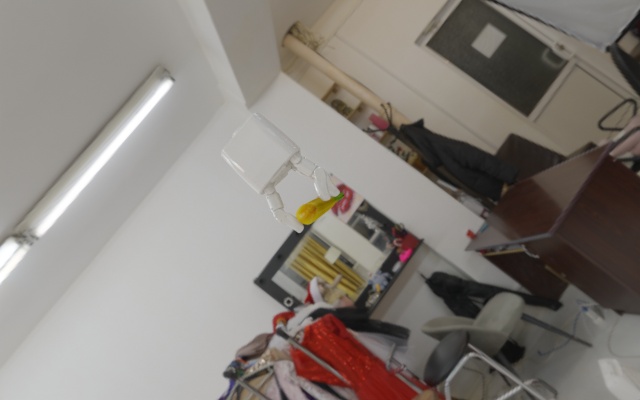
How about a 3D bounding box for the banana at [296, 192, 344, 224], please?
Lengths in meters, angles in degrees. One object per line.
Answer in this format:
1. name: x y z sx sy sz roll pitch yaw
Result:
1. banana: -0.012 0.015 0.888 0.070 0.037 0.197 -44 -4 19
